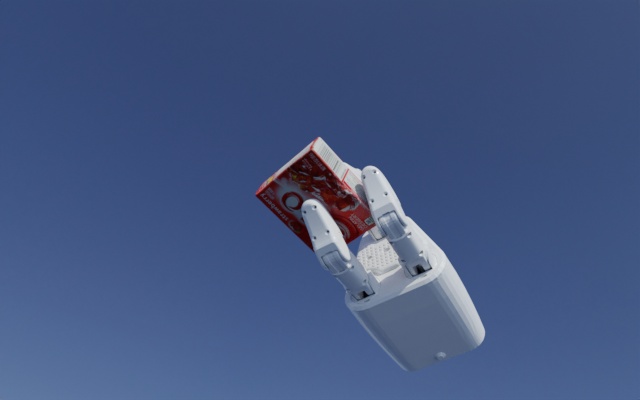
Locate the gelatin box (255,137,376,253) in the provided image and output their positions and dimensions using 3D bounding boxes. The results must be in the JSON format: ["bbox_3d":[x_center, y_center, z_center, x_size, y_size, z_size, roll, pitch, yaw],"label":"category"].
[{"bbox_3d":[0.000,0.001,0.419,0.073,0.089,0.030,-36,15,30],"label":"gelatin box"}]
